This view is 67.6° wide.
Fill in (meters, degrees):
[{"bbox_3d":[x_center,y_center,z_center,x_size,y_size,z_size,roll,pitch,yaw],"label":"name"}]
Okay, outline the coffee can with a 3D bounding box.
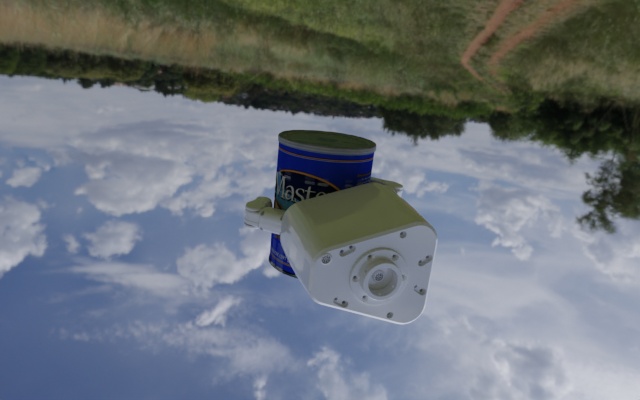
[{"bbox_3d":[0.000,0.001,0.516,0.103,0.140,0.102,6,16,-2],"label":"coffee can"}]
